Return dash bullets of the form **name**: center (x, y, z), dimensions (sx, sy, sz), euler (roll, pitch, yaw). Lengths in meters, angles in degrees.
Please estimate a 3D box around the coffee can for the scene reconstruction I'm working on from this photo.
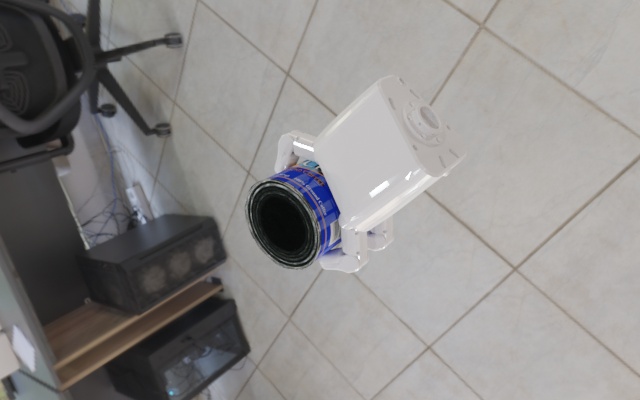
- **coffee can**: center (0.000, 0.002, 0.542), dimensions (0.103, 0.103, 0.140), euler (0, 21, 40)
